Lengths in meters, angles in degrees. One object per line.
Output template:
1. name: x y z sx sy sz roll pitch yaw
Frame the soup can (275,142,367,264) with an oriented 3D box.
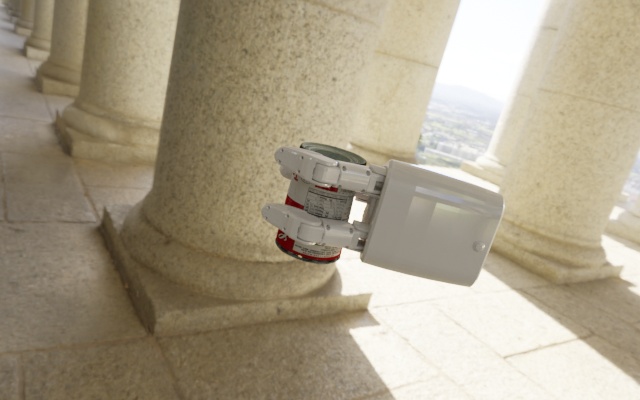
1. soup can: 0.000 0.001 0.466 0.068 0.102 0.068 14 17 -4
